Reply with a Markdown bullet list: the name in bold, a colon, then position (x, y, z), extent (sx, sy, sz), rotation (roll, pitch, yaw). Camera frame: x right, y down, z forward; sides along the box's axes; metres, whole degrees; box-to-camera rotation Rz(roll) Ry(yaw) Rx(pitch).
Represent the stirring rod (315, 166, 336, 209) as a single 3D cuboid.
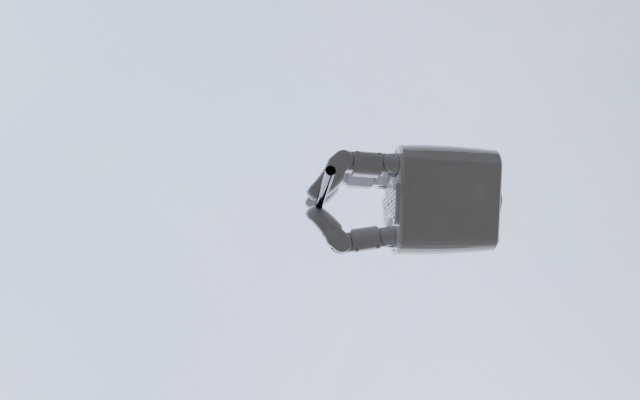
- **stirring rod**: position (0.000, 0.002, 0.480), extent (0.011, 0.011, 0.239), rotation (0, -12, -4)
